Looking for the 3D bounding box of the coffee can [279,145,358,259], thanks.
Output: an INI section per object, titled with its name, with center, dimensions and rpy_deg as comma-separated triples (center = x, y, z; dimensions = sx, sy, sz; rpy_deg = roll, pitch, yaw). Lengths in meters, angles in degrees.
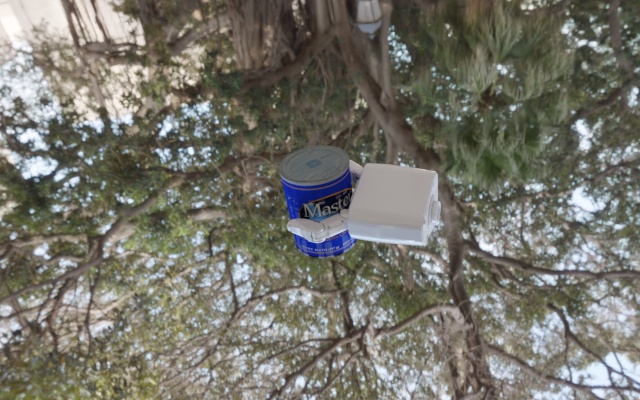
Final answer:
[coffee can]
center = 0.000, 0.002, 0.724
dimensions = 0.103, 0.140, 0.102
rpy_deg = -7, 34, 4
